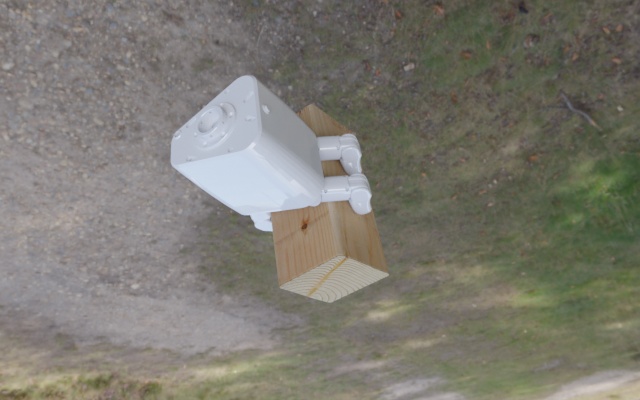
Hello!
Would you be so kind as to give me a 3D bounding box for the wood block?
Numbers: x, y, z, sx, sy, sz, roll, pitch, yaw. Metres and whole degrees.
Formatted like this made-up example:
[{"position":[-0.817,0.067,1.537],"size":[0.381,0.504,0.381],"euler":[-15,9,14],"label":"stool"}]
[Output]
[{"position":[0.000,0.002,0.568],"size":[0.091,0.206,0.090],"euler":[-31,-39,30],"label":"wood block"}]
